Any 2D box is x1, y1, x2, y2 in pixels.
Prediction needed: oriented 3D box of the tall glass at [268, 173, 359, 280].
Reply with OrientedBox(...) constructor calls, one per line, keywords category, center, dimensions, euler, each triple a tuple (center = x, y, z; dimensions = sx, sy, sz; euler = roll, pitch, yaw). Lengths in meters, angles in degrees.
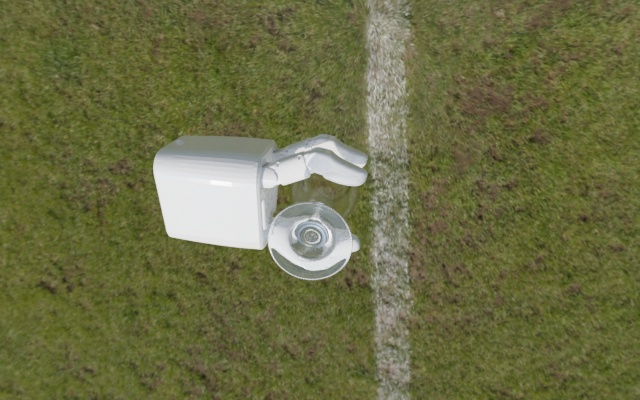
OrientedBox(category="tall glass", center=(0.000, 0.002, 0.503), dimensions=(0.079, 0.079, 0.201), euler=(0, 20, 6))
